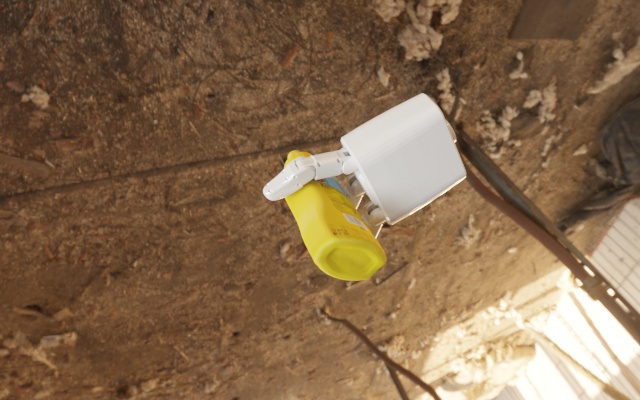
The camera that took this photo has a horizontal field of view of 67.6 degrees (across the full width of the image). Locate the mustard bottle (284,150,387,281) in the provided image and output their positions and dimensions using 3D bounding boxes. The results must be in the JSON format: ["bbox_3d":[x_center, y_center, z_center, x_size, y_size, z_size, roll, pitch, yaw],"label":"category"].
[{"bbox_3d":[0.000,0.002,0.553,0.096,0.058,0.191,24,26,-40],"label":"mustard bottle"}]
